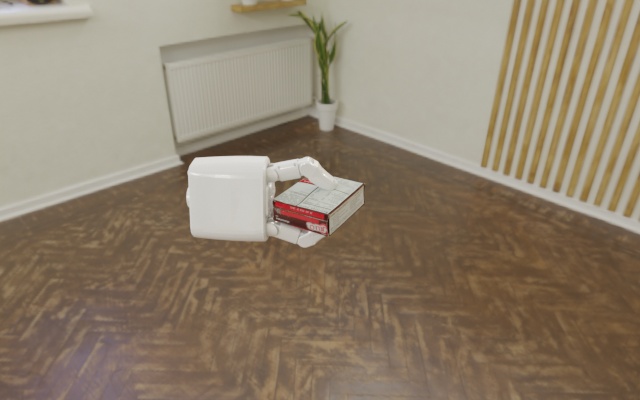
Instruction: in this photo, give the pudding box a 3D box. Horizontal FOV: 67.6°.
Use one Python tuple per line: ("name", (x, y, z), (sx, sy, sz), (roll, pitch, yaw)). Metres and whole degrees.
("pudding box", (0.000, 0.002, 0.670), (0.090, 0.039, 0.113), (16, 33, 27))
